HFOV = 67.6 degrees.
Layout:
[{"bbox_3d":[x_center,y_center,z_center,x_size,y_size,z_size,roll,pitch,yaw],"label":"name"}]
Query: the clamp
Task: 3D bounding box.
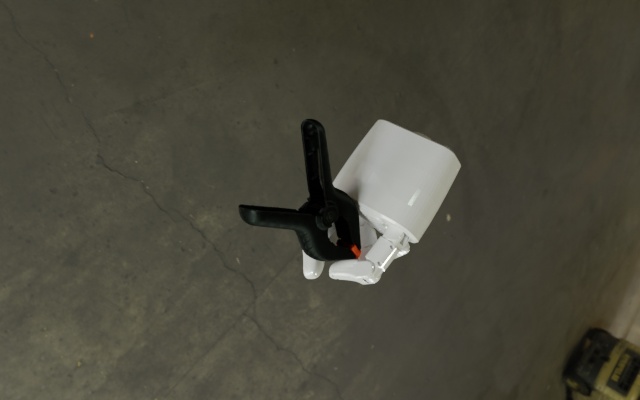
[{"bbox_3d":[0.001,0.002,0.495,0.039,0.120,0.171,26,-10,42],"label":"clamp"}]
